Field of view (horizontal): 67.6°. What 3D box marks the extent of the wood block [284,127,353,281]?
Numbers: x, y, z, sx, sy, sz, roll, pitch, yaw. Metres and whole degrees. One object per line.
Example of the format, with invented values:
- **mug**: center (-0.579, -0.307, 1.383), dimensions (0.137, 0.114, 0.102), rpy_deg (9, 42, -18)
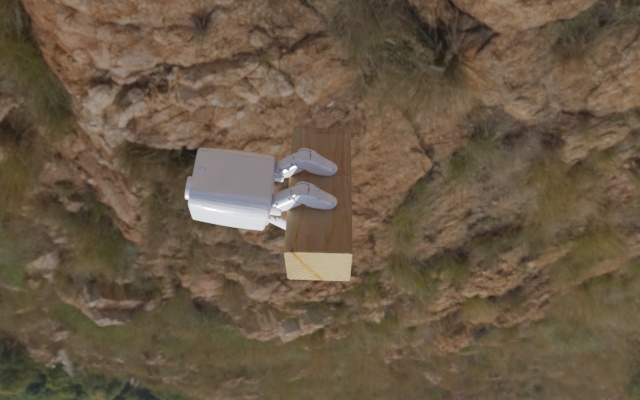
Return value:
- **wood block**: center (0.000, 0.003, 0.690), dimensions (0.090, 0.206, 0.091), rpy_deg (1, -32, 1)
